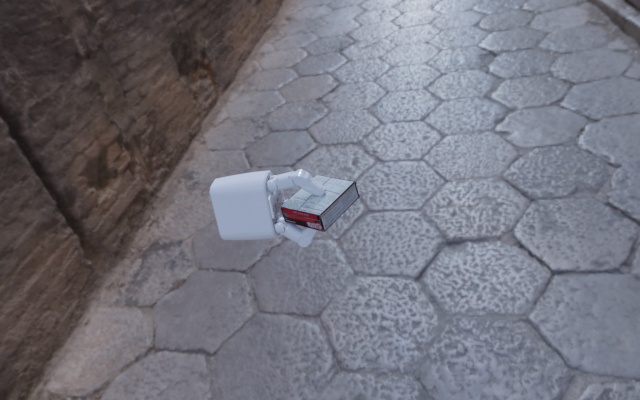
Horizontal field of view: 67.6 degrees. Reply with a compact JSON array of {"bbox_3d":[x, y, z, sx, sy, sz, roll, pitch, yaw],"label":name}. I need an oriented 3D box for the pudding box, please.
[{"bbox_3d":[0.000,0.003,0.831,0.090,0.039,0.113,13,43,37],"label":"pudding box"}]
